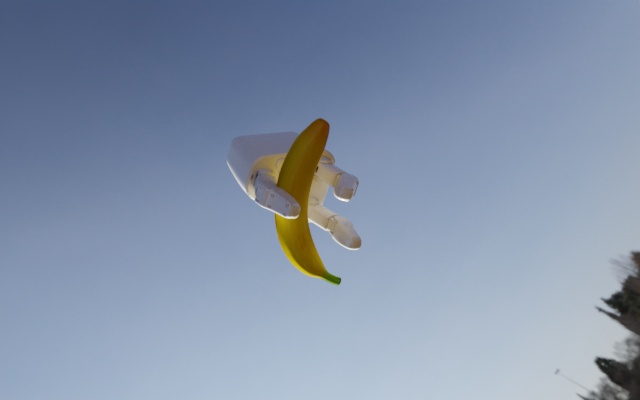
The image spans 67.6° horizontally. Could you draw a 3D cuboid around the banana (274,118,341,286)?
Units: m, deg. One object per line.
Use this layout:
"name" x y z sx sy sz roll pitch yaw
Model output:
"banana" -0.018 0.007 0.534 0.069 0.198 0.037 -7 22 -4
